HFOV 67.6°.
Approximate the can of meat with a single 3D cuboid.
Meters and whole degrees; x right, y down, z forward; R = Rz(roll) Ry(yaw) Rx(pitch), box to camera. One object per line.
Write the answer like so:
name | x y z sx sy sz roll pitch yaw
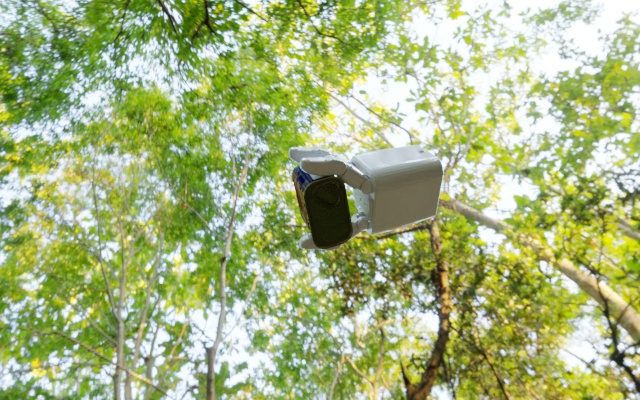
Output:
can of meat | 0.000 0.002 0.665 0.057 0.102 0.084 -16 27 -10
